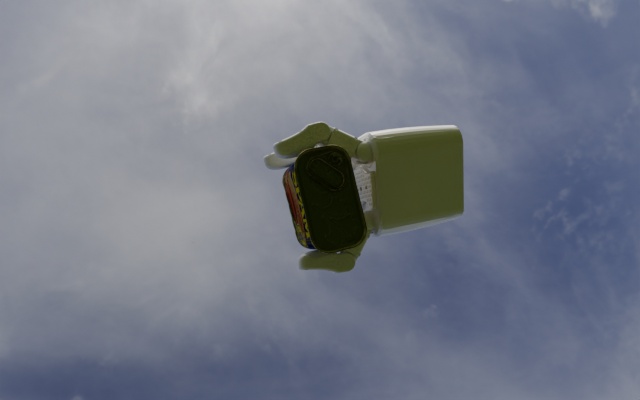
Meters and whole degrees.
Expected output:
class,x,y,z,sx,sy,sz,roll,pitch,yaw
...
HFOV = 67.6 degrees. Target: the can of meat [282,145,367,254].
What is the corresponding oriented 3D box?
class,x,y,z,sx,sy,sz,roll,pitch,yaw
can of meat,0.000,0.002,0.493,0.057,0.102,0.084,-13,-1,-15
